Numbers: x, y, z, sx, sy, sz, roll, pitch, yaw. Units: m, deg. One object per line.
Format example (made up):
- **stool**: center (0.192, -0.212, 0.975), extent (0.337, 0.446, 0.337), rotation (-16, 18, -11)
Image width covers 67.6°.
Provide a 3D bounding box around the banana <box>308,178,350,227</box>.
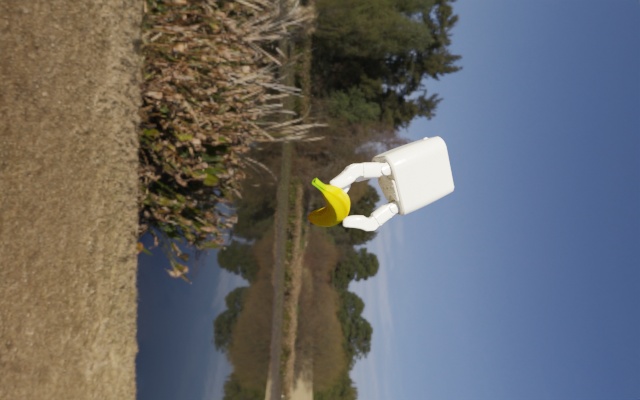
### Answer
- **banana**: center (0.015, 0.012, 0.825), extent (0.069, 0.037, 0.198), rotation (35, -19, 9)
